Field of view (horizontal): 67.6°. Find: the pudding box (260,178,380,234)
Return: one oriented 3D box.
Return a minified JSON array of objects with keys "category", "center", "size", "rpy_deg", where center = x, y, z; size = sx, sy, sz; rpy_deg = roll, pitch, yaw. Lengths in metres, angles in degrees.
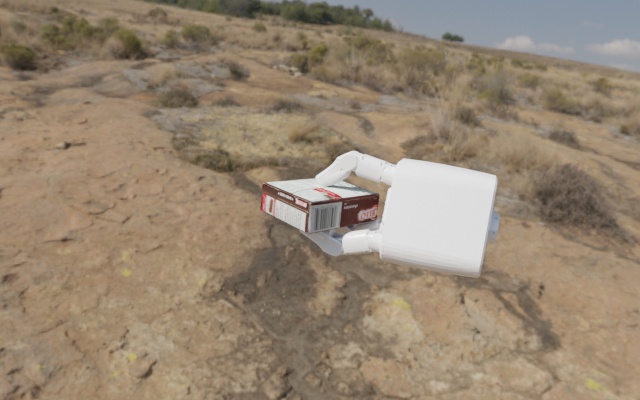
[{"category":"pudding box","center":[0.000,0.002,0.565],"size":[0.113,0.039,0.090],"rpy_deg":[-6,19,-42]}]
